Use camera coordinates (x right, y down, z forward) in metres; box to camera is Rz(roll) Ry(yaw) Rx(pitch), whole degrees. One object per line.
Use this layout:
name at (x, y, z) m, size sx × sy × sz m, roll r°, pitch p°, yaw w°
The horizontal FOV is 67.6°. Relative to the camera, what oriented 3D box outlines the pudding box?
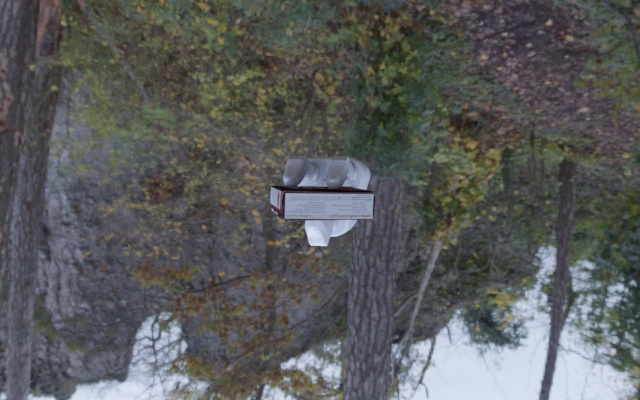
pudding box at (0.000, 0.002, 0.585) m, size 0.113 × 0.039 × 0.090 m, roll -2°, pitch 5°, yaw -14°
